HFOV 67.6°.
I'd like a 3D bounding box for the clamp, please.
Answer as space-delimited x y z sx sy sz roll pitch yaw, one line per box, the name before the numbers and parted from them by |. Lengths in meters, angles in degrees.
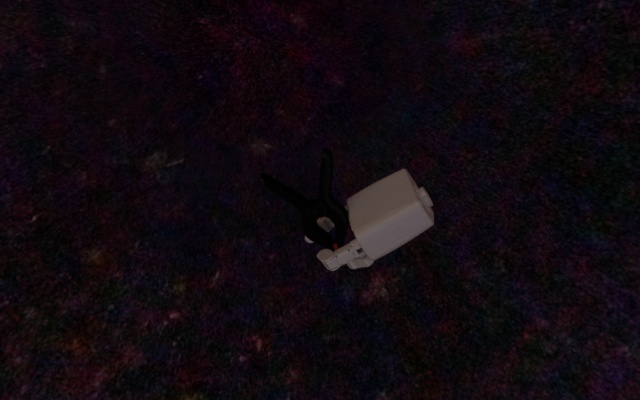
clamp | 0.000 0.003 0.728 0.120 0.171 0.039 -28 21 27
